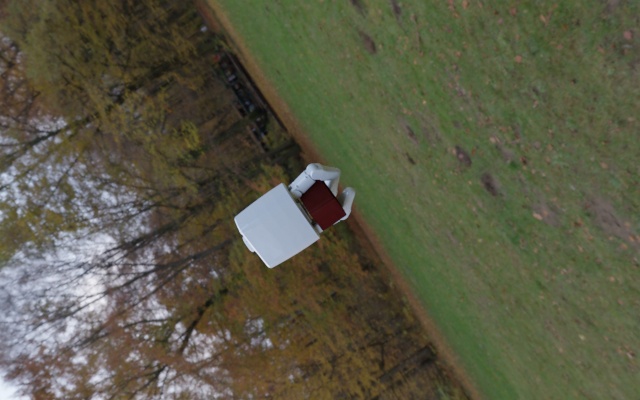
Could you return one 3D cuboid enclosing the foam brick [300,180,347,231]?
[{"bbox_3d":[0.000,0.003,0.820,0.051,0.053,0.078,-34,42,0],"label":"foam brick"}]
